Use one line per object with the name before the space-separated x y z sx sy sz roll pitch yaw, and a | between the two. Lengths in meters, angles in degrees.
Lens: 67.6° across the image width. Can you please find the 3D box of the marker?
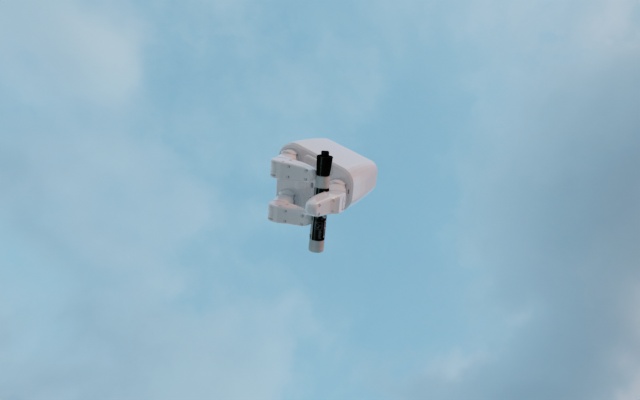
marker | 0.000 0.002 0.556 0.020 0.121 0.020 5 16 -1
